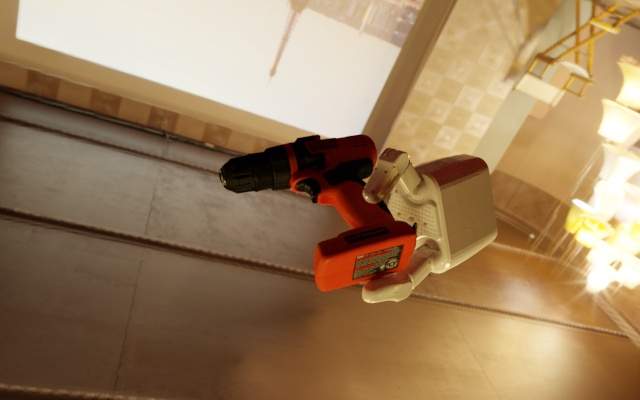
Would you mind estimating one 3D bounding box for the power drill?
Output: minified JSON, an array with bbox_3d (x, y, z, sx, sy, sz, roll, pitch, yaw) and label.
[{"bbox_3d":[0.000,0.002,0.499,0.184,0.057,0.187,-13,47,-16],"label":"power drill"}]
